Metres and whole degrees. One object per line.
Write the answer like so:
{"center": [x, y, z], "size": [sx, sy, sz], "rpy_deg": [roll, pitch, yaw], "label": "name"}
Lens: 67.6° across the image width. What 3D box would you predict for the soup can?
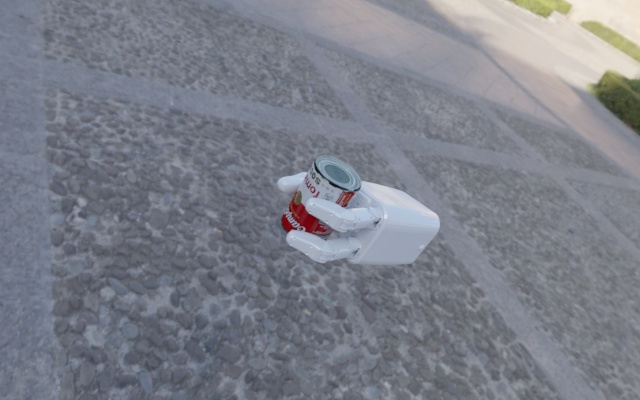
{"center": [0.000, 0.002, 0.611], "size": [0.068, 0.102, 0.068], "rpy_deg": [23, 32, -15], "label": "soup can"}
